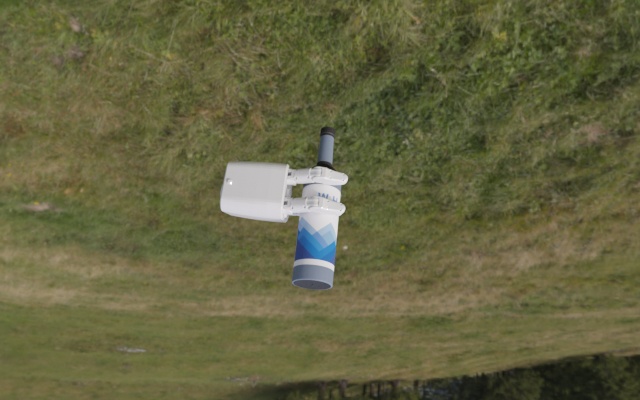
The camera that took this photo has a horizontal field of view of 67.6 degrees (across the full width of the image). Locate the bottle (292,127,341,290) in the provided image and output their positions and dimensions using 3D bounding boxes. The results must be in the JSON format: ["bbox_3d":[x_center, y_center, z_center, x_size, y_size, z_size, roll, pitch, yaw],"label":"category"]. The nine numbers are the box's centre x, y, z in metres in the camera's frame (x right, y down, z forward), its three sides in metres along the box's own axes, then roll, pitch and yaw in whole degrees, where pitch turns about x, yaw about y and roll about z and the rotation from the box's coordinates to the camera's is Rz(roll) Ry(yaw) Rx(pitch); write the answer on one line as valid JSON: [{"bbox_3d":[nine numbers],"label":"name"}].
[{"bbox_3d":[0.000,0.003,0.832,0.069,0.295,0.069,5,-24,2],"label":"bottle"}]
